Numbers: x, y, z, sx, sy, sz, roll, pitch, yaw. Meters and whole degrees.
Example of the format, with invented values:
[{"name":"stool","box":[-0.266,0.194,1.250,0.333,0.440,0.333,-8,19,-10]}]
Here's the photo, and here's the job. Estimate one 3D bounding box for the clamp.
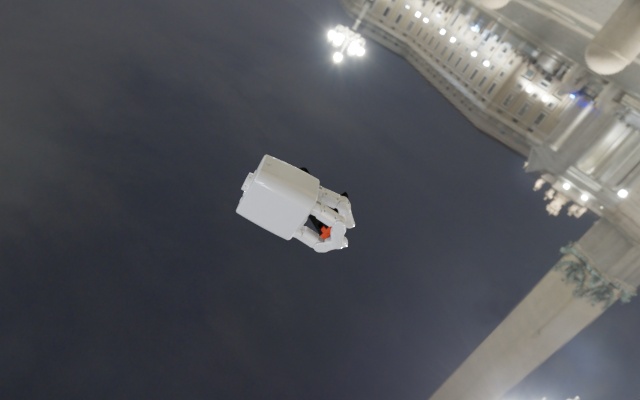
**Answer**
[{"name":"clamp","box":[0.000,0.003,0.891,0.120,0.039,0.171,29,26,-11]}]
